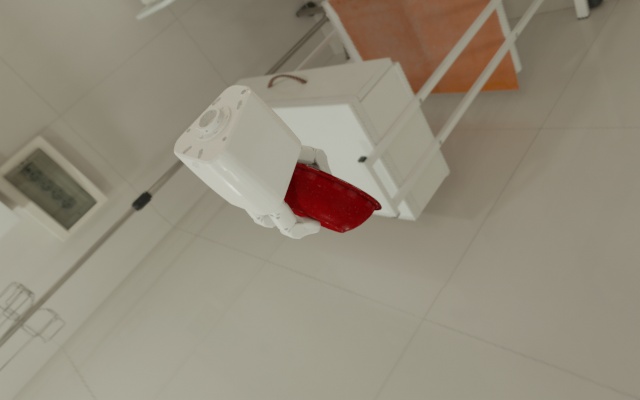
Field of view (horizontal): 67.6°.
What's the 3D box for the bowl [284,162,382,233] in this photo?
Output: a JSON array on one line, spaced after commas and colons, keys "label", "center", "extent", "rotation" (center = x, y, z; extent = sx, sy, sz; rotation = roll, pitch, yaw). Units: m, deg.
[{"label": "bowl", "center": [0.001, 0.003, 0.659], "extent": [0.162, 0.055, 0.162], "rotation": [23, -7, 3]}]
